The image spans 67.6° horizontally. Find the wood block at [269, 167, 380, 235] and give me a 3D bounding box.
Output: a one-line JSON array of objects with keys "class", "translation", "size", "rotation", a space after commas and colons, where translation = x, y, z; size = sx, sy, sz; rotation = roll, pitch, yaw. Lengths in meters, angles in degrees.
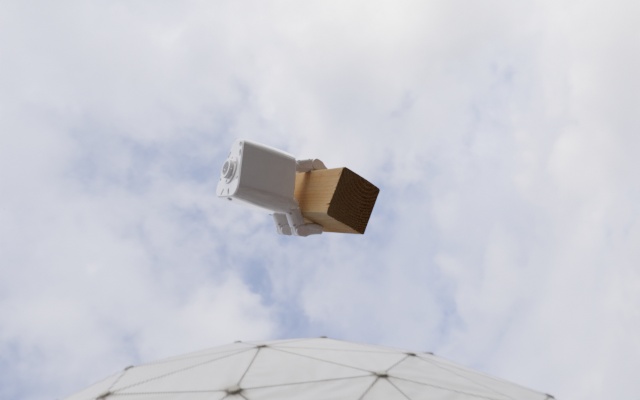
[{"class": "wood block", "translation": [0.000, 0.002, 0.885], "size": [0.090, 0.090, 0.206], "rotation": [30, -17, -30]}]
